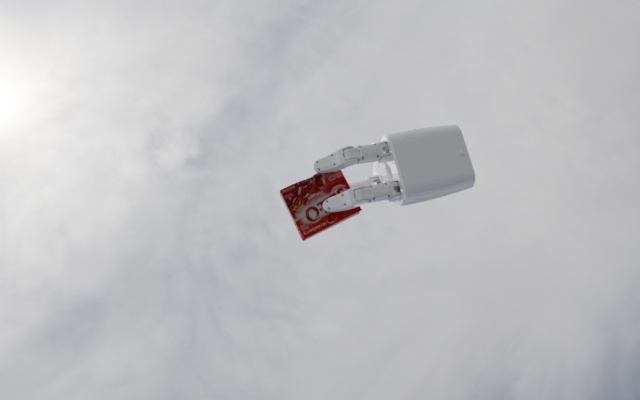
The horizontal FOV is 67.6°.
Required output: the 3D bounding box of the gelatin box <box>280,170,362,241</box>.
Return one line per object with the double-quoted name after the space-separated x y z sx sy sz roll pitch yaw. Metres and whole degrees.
0.000 0.002 0.640 0.089 0.073 0.030 -26 -8 -9 "gelatin box"
